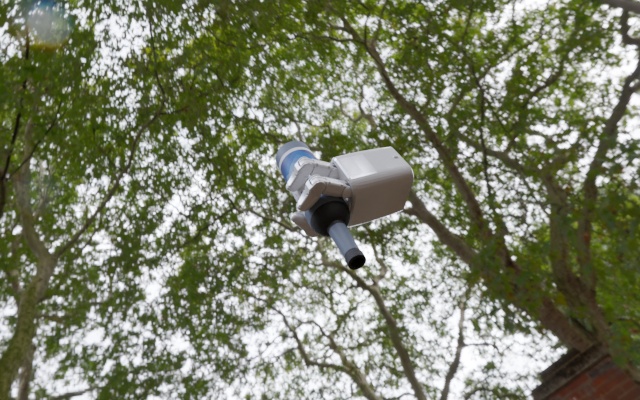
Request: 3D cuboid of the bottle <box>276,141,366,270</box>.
[{"bbox_3d":[0.000,0.002,0.763,0.069,0.069,0.295,0,34,-25],"label":"bottle"}]
